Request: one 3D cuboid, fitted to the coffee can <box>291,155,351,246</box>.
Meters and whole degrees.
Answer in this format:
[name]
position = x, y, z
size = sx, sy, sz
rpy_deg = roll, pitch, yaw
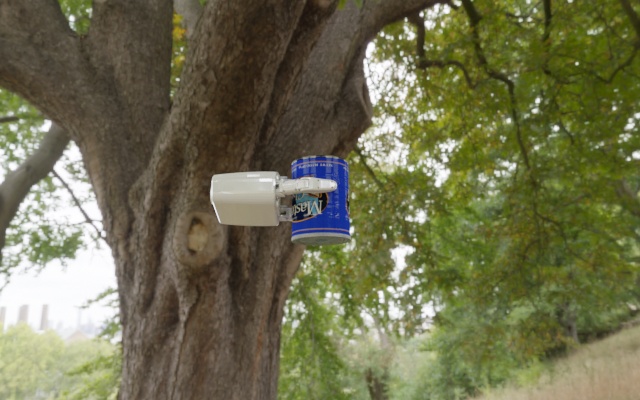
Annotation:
[coffee can]
position = 0.000, 0.003, 0.839
size = 0.103, 0.140, 0.103
rpy_deg = -1, -13, 0
